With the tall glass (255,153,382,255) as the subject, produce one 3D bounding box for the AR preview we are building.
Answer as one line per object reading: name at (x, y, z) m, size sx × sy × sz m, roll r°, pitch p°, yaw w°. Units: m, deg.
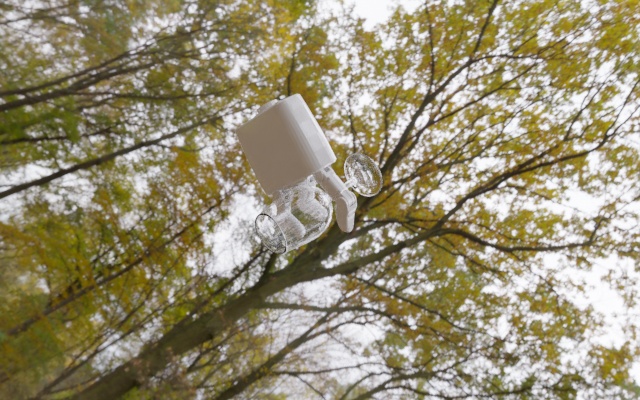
tall glass at (0.001, 0.002, 0.690) m, size 0.079 × 0.079 × 0.201 m, roll 0°, pitch 26°, yaw 48°
